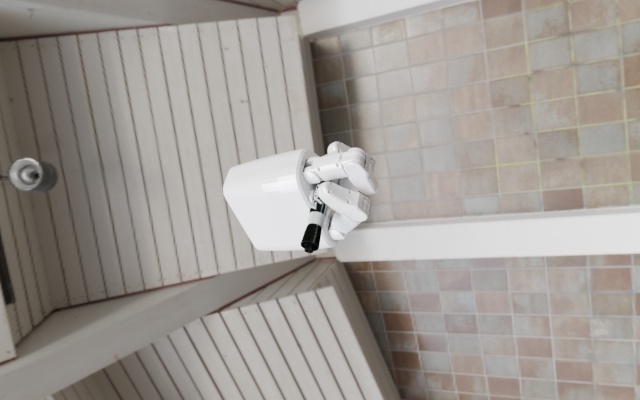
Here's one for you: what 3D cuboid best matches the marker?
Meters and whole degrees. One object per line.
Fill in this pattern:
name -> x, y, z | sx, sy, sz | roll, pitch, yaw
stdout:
marker -> 0.000, 0.002, 0.501 | 0.020, 0.121, 0.020 | 9, -35, 7
